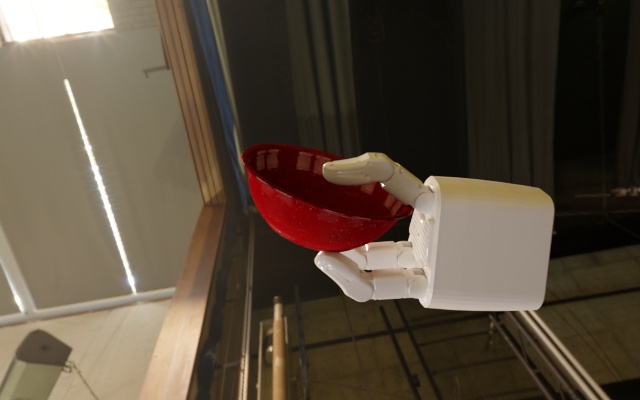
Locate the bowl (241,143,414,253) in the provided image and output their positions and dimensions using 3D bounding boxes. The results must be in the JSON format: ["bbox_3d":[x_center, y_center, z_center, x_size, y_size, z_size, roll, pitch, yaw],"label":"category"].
[{"bbox_3d":[-0.001,0.001,0.442,0.162,0.055,0.162,16,20,-6],"label":"bowl"}]
